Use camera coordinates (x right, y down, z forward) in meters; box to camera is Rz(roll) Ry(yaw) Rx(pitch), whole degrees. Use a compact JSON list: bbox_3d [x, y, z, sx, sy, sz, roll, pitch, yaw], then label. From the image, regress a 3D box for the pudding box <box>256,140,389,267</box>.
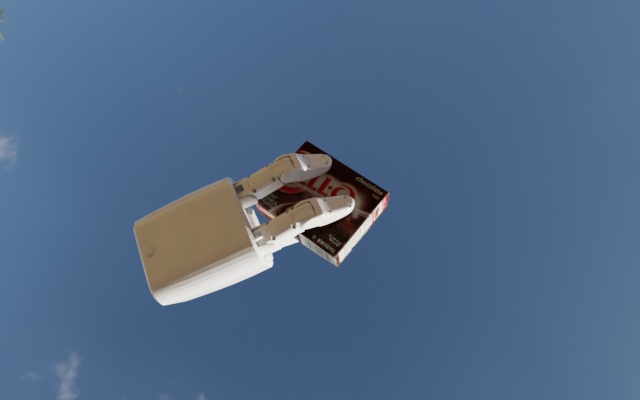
[{"bbox_3d":[0.000,0.002,0.498,0.113,0.090,0.039,35,-19,19],"label":"pudding box"}]
